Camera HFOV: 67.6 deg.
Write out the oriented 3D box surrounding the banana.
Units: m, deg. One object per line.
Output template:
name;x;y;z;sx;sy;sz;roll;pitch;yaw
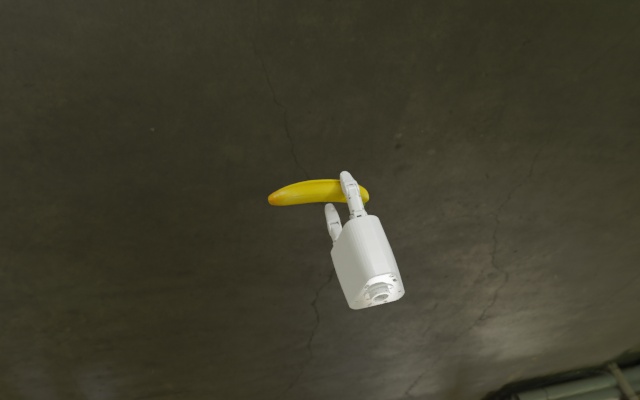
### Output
banana;0.011;-0.009;0.824;0.198;0.037;0.070;4;-40;-28
